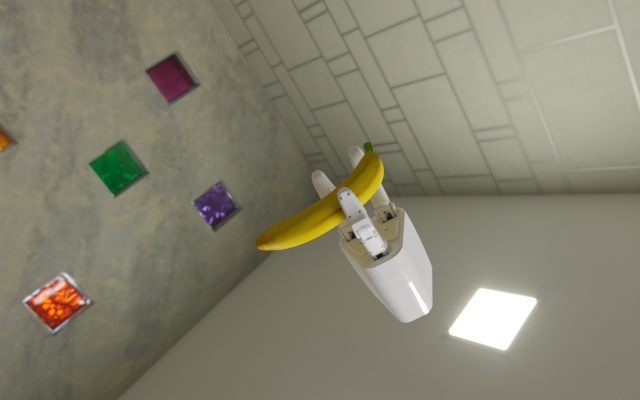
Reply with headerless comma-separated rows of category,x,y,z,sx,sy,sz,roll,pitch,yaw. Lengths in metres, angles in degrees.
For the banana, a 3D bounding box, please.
banana,0.011,0.004,0.576,0.198,0.037,0.069,-40,27,-13
